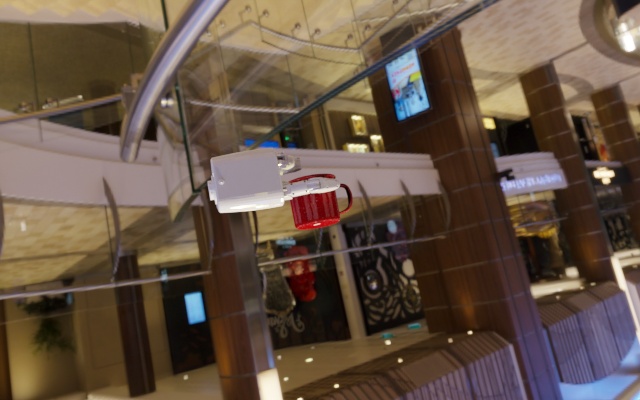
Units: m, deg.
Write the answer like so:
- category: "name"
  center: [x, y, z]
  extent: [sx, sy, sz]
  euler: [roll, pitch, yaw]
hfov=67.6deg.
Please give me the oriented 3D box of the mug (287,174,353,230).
- category: "mug"
  center: [0.002, 0.003, 0.846]
  extent: [0.117, 0.081, 0.093]
  euler: [-8, -11, -13]
